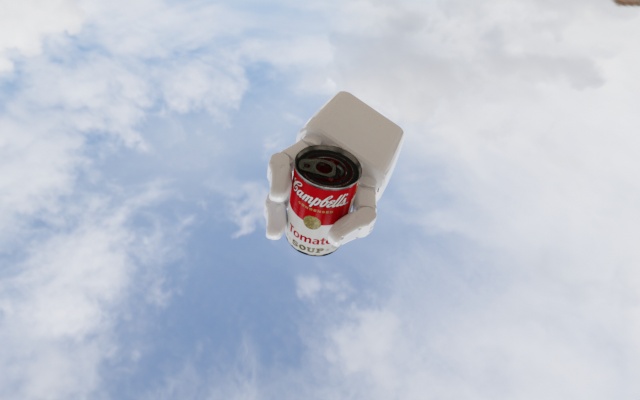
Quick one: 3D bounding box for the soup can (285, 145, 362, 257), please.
[{"bbox_3d":[0.000,0.002,0.503,0.068,0.102,0.068,6,43,-6],"label":"soup can"}]
